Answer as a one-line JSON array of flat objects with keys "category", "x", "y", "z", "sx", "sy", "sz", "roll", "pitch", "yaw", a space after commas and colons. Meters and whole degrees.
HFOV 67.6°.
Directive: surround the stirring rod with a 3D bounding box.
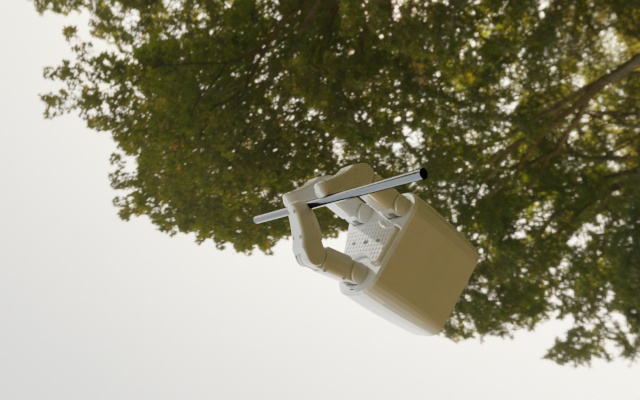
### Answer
[{"category": "stirring rod", "x": 0.000, "y": 0.001, "z": 0.414, "sx": 0.011, "sy": 0.011, "sz": 0.239, "roll": 0, "pitch": -9, "yaw": -35}]
